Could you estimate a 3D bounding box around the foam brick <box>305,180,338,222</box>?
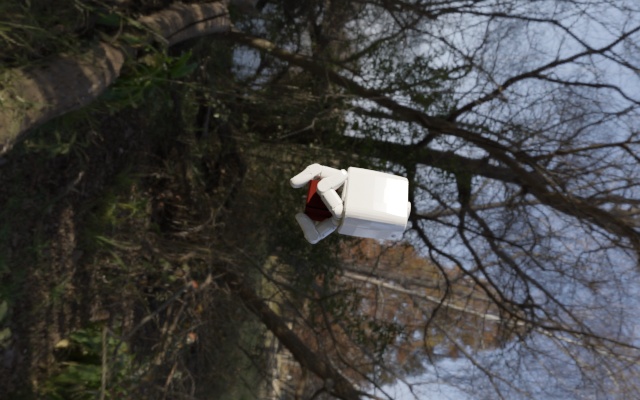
[{"bbox_3d":[0.000,0.003,0.851,0.051,0.053,0.078,9,-17,-2],"label":"foam brick"}]
